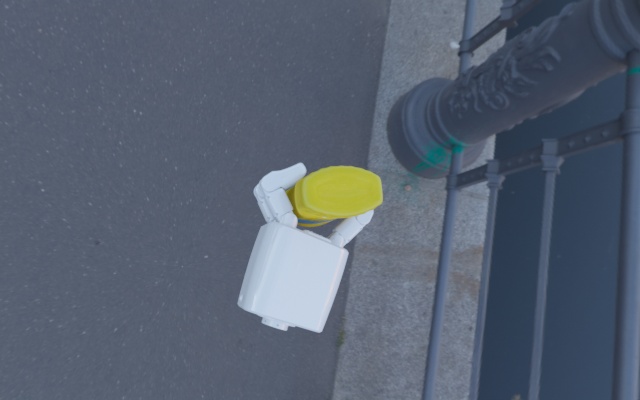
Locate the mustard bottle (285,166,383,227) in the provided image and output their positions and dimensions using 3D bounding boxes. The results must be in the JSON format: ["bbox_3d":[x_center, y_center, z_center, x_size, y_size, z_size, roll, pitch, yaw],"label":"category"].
[{"bbox_3d":[0.000,0.002,0.610,0.096,0.058,0.191,-4,-6,-17],"label":"mustard bottle"}]
